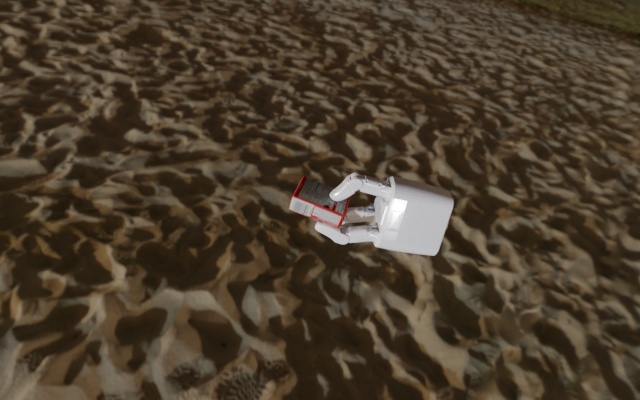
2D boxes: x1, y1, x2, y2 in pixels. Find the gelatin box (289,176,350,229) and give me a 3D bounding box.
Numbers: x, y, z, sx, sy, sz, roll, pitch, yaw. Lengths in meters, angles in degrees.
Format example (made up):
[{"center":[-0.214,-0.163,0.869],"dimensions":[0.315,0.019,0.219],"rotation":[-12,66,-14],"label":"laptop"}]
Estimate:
[{"center":[0.000,0.002,0.780],"dimensions":[0.089,0.030,0.073],"rotation":[22,32,0],"label":"gelatin box"}]
